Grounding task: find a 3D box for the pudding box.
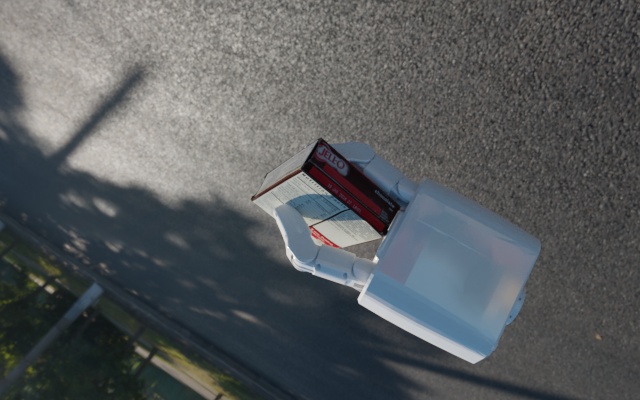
[{"bbox_3d":[0.000,0.002,0.417,0.090,0.039,0.113,40,-30,-16],"label":"pudding box"}]
